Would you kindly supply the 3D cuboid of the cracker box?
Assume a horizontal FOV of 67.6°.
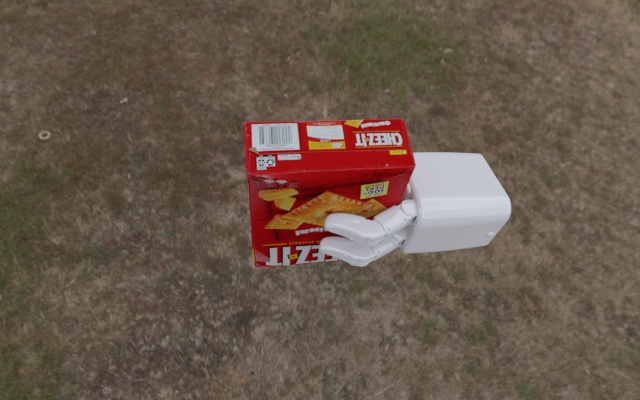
[{"bbox_3d":[0.000,0.002,0.546,0.164,0.072,0.214,-3,-32,-7],"label":"cracker box"}]
